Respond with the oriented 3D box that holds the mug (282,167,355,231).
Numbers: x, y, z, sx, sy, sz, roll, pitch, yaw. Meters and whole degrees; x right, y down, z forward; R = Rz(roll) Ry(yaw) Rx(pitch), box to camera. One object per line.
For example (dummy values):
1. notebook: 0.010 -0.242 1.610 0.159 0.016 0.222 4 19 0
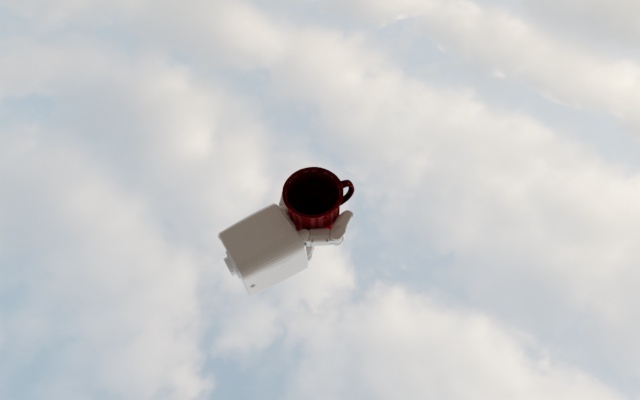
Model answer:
1. mug: 0.001 0.002 0.754 0.117 0.093 0.082 -26 -29 -13
